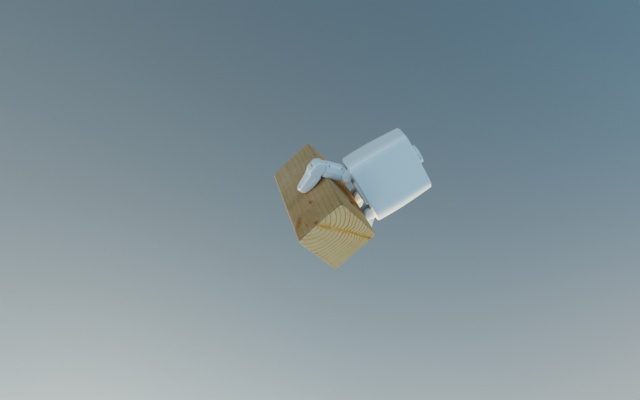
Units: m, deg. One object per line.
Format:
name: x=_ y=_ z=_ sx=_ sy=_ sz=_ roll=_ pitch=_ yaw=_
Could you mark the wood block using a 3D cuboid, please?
wood block: x=0.000 y=0.002 z=0.804 sx=0.091 sy=0.090 sz=0.206 roll=41 pitch=13 yaw=-33
